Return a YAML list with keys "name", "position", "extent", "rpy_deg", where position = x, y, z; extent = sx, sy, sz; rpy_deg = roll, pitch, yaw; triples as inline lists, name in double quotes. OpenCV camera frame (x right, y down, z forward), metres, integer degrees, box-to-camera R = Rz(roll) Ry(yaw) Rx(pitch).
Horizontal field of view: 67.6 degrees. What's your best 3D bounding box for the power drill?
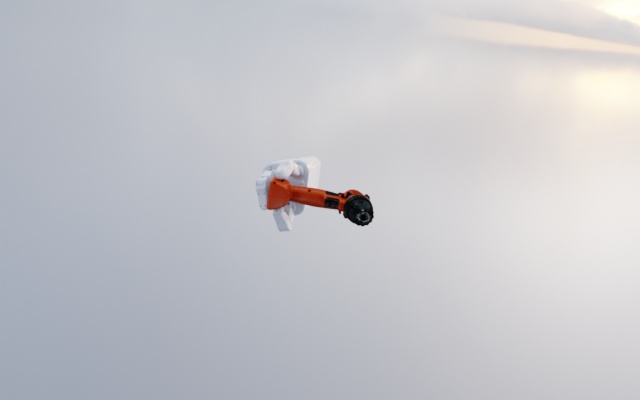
- name: "power drill"
  position: [0.000, 0.003, 0.862]
  extent: [0.187, 0.057, 0.184]
  rpy_deg: [11, 6, -4]
